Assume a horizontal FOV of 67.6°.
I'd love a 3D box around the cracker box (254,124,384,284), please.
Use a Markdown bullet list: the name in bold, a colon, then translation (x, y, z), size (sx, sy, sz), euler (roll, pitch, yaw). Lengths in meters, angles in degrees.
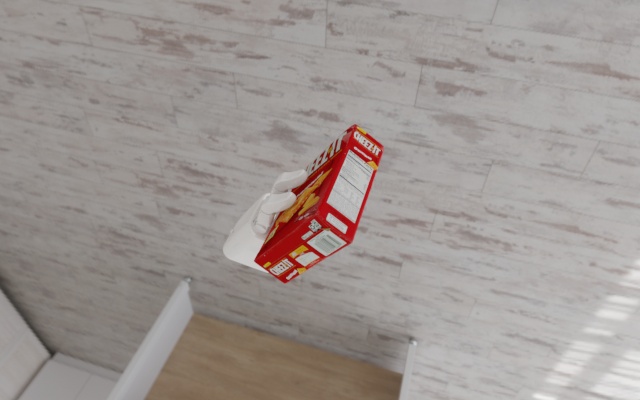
- **cracker box**: translation (0.000, 0.003, 0.729), size (0.072, 0.213, 0.164), euler (38, -46, -15)
